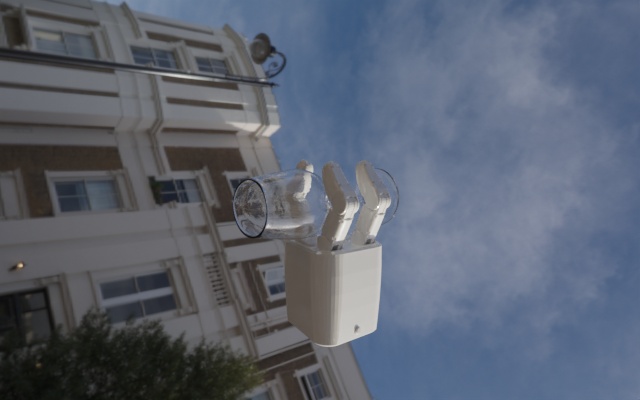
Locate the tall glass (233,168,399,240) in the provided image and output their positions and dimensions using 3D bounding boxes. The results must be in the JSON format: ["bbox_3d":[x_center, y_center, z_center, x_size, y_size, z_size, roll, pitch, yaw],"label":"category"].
[{"bbox_3d":[0.001,0.002,0.553,0.201,0.079,0.079,-5,3,-43],"label":"tall glass"}]
